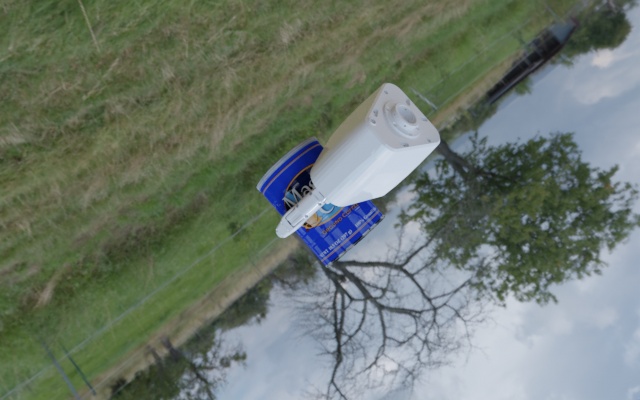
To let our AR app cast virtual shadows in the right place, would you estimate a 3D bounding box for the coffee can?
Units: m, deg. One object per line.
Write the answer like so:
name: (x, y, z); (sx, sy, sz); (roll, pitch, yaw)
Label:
coffee can: (0.000, 0.002, 0.627); (0.103, 0.140, 0.103); (-41, -3, -3)
